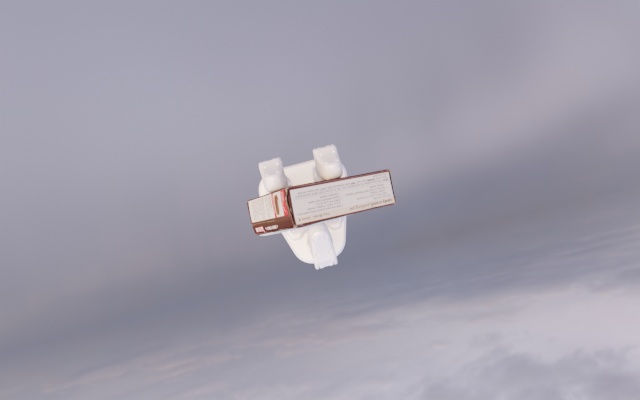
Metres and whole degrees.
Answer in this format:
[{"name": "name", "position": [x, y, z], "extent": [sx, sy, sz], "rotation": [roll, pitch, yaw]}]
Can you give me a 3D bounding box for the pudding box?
[{"name": "pudding box", "position": [0.000, 0.002, 0.451], "extent": [0.113, 0.039, 0.090], "rotation": [-14, -1, -31]}]
